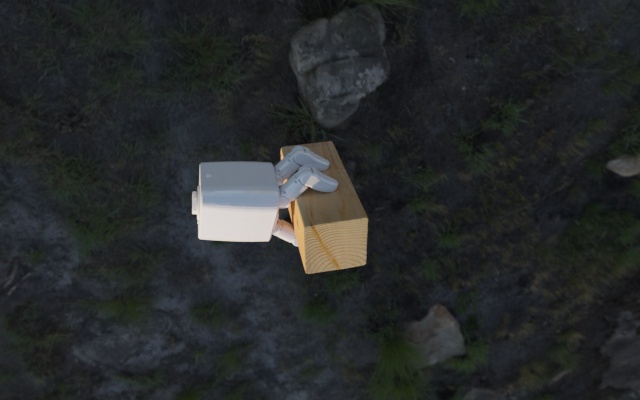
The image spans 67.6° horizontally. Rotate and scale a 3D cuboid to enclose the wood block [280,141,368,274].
[{"bbox_3d":[0.000,0.003,0.728,0.090,0.091,0.206,-8,38,-9],"label":"wood block"}]
